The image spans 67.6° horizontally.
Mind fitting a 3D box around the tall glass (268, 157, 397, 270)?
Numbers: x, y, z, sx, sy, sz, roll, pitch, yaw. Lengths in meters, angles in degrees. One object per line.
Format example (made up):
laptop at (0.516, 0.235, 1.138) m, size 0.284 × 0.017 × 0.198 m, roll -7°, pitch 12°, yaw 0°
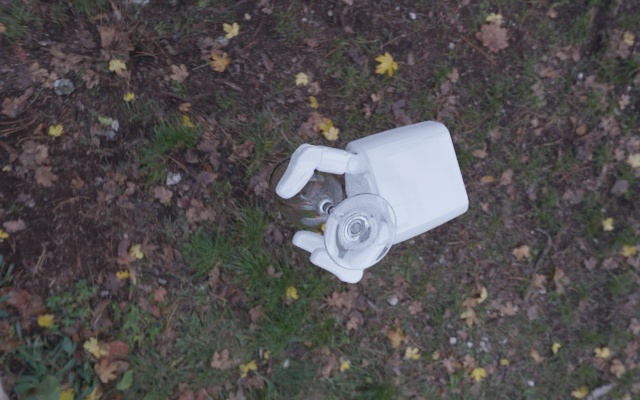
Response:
tall glass at (0.000, 0.002, 0.520) m, size 0.079 × 0.079 × 0.201 m, roll 0°, pitch 16°, yaw -24°
